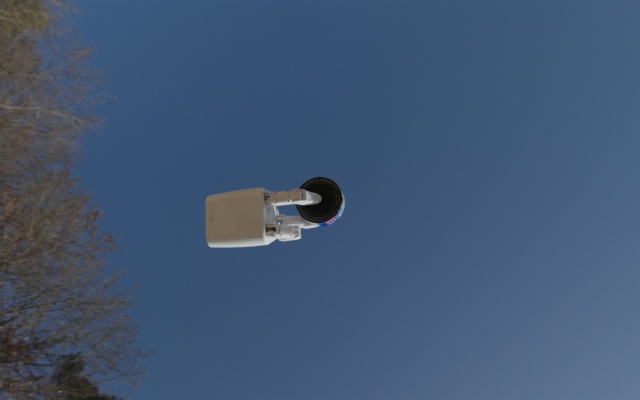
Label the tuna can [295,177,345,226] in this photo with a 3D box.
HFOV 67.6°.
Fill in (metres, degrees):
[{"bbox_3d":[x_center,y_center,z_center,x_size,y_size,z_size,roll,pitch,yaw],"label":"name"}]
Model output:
[{"bbox_3d":[0.000,0.003,0.858,0.086,0.086,0.034,0,-15,13],"label":"tuna can"}]
